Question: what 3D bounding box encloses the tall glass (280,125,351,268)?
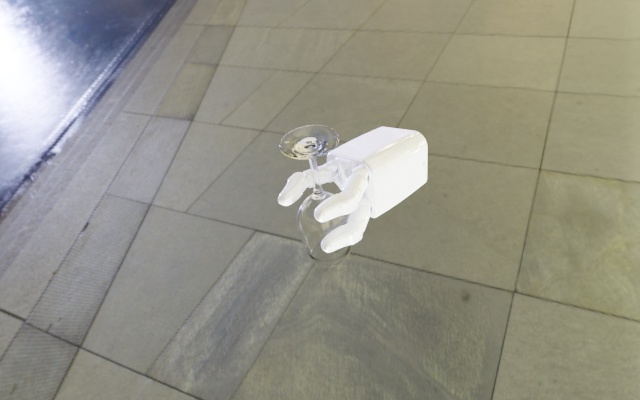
[{"bbox_3d":[0.000,0.002,0.651,0.079,0.201,0.079,-6,40,5],"label":"tall glass"}]
